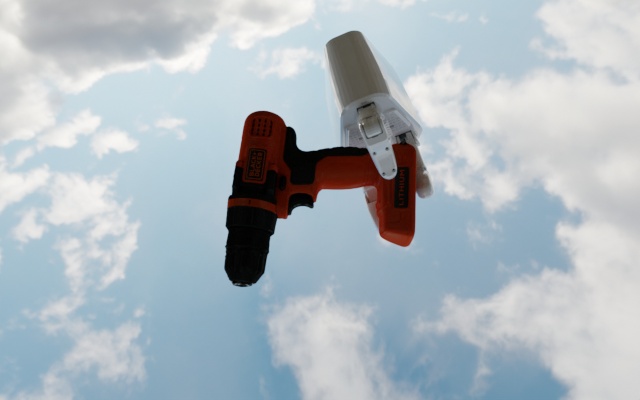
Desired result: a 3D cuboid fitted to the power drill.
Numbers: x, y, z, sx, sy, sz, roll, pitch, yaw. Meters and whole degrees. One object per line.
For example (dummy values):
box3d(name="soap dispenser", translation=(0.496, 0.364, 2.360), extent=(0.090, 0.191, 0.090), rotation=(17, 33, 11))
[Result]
box3d(name="power drill", translation=(0.001, 0.001, 0.485), extent=(0.187, 0.184, 0.057), rotation=(6, -15, -1))
